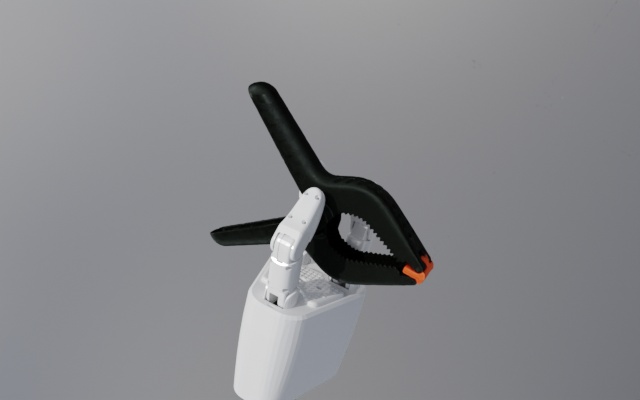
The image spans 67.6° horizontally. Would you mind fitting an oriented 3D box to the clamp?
[{"bbox_3d":[0.000,0.002,0.406,0.210,0.165,0.036,23,26,21],"label":"clamp"}]
